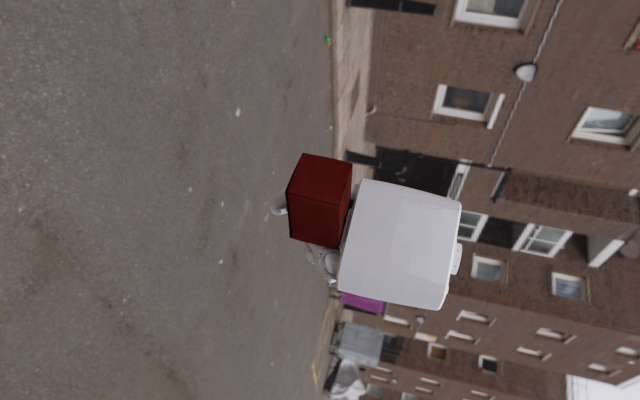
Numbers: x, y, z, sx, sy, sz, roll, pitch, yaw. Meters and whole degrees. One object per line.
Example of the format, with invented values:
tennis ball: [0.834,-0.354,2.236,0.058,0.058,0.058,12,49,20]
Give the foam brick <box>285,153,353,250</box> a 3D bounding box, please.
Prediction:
foam brick: [0.000,0.001,0.460,0.051,0.053,0.078,13,-35,10]
